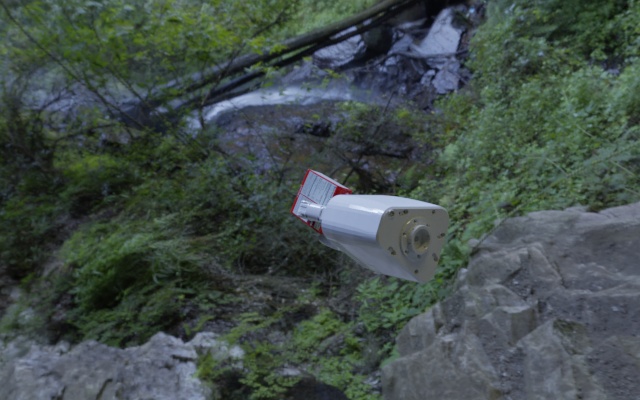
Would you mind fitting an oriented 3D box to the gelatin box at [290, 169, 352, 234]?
[{"bbox_3d":[0.000,0.002,0.699,0.030,0.073,0.089,17,9,-37],"label":"gelatin box"}]
